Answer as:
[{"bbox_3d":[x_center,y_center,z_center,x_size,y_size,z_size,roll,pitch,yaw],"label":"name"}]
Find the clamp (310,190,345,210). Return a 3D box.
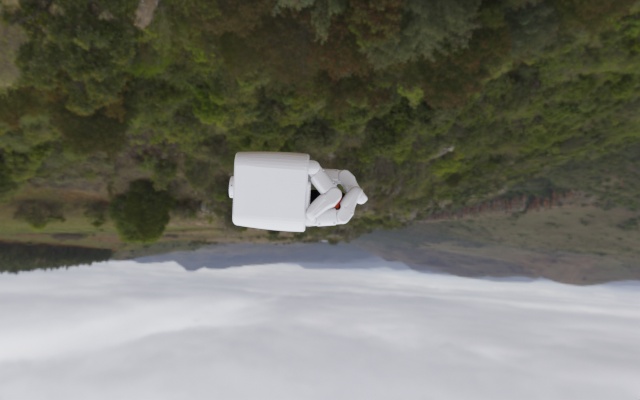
[{"bbox_3d":[0.000,0.003,0.794,0.120,0.039,0.171,4,-8,-1],"label":"clamp"}]
